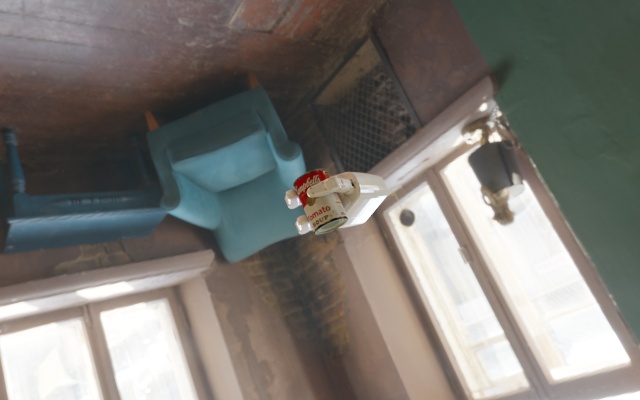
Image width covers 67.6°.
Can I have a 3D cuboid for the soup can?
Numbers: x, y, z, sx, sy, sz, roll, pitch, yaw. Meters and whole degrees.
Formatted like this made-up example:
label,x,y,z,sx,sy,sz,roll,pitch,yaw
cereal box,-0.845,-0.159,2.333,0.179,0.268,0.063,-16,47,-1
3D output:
label,x,y,z,sx,sy,sz,roll,pitch,yaw
soup can,0.000,0.003,0.867,0.068,0.102,0.068,-21,-17,-7
